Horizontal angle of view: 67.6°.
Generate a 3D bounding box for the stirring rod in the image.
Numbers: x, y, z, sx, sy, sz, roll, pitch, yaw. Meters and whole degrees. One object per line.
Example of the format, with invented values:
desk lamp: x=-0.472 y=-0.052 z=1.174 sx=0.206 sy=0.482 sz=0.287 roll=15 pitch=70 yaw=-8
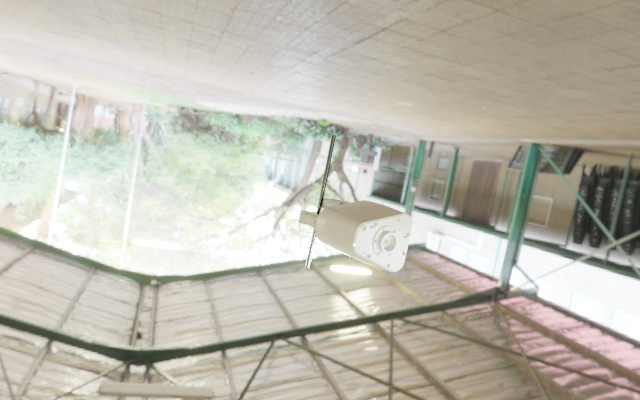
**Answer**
stirring rod: x=0.000 y=0.003 z=0.846 sx=0.011 sy=0.239 sz=0.011 roll=11 pitch=4 yaw=-1
